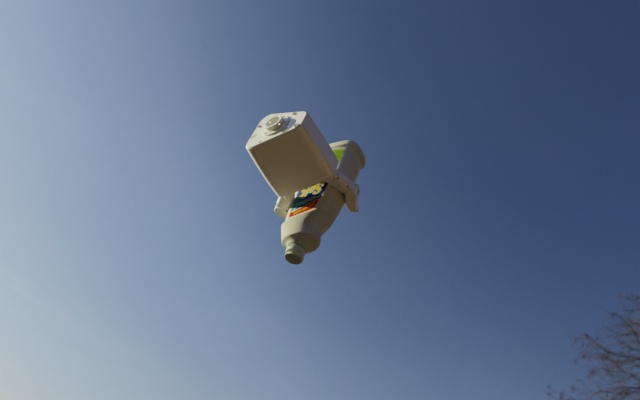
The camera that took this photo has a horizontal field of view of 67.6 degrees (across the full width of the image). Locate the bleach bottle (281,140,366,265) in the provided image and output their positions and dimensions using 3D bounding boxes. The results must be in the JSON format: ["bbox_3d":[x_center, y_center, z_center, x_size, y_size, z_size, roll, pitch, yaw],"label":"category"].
[{"bbox_3d":[0.000,0.003,0.821,0.102,0.068,0.250,-9,40,31],"label":"bleach bottle"}]
